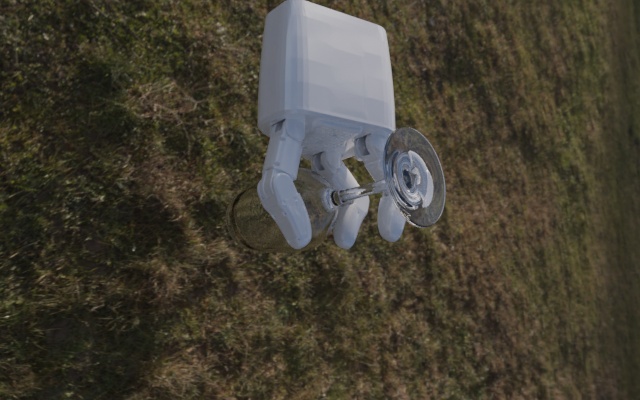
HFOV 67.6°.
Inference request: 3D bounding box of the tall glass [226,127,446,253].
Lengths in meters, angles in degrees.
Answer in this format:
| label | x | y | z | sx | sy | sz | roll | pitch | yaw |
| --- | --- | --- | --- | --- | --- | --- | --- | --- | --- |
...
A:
| label | x | y | z | sx | sy | sz | roll | pitch | yaw |
| --- | --- | --- | --- | --- | --- | --- | --- | --- | --- |
| tall glass | 0.000 | 0.001 | 0.410 | 0.079 | 0.079 | 0.201 | 0 | -11 | -45 |
